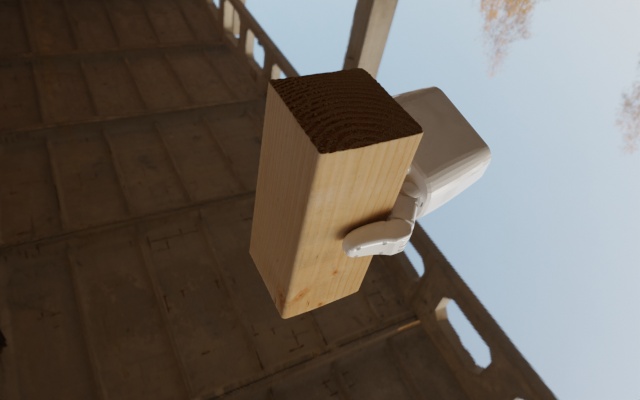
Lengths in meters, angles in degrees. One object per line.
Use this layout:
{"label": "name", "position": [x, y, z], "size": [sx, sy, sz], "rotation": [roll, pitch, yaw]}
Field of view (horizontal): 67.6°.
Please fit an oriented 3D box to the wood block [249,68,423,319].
{"label": "wood block", "position": [0.001, 0.002, 0.421], "size": [0.090, 0.206, 0.090], "rotation": [-15, 51, -26]}
